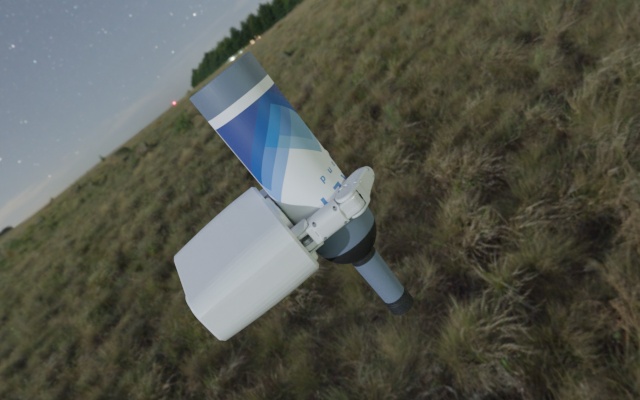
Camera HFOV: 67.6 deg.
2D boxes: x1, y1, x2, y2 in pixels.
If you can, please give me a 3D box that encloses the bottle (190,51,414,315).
[{"bbox_3d":[0.000,0.001,0.456,0.069,0.296,0.069,-34,19,13],"label":"bottle"}]
